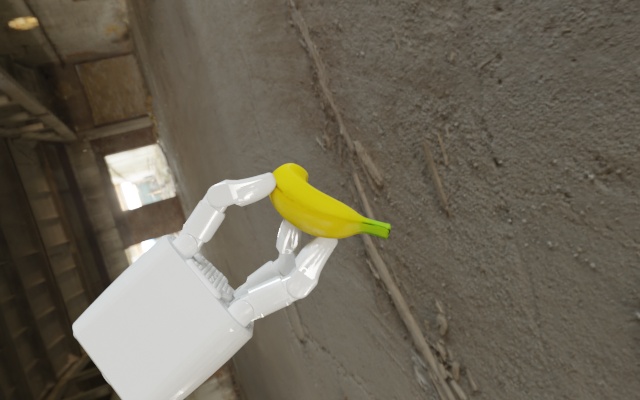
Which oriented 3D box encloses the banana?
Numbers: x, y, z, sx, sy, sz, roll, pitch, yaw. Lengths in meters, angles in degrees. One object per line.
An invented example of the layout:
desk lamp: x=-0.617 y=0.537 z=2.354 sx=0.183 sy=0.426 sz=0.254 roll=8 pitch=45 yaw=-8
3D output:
banana: x=-0.014 y=-0.002 z=0.439 sx=0.069 sy=0.037 sz=0.197 roll=17 pitch=11 yaw=-27
